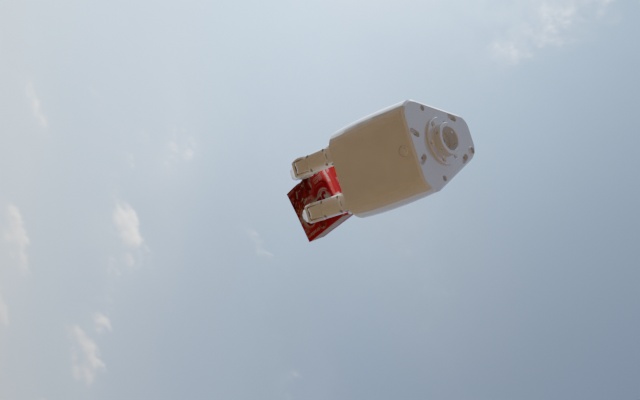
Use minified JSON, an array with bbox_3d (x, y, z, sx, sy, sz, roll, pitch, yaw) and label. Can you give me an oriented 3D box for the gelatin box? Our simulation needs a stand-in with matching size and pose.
[{"bbox_3d":[0.000,0.002,0.606,0.030,0.073,0.089,-17,-15,-37],"label":"gelatin box"}]
